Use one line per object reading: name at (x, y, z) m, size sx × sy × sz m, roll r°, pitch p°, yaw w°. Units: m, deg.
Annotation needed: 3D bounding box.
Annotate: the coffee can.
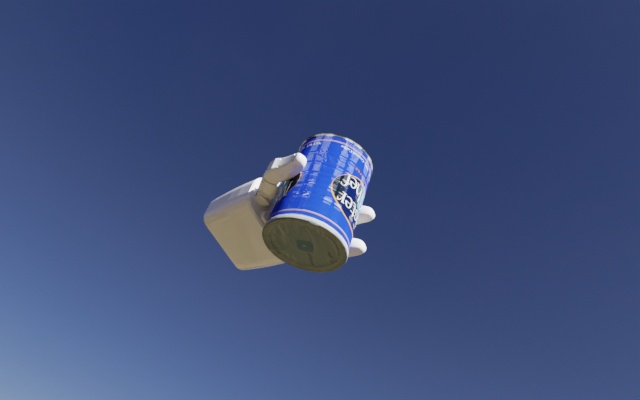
coffee can at (0.000, 0.002, 0.588) m, size 0.103 × 0.140 × 0.103 m, roll 12°, pitch -39°, yaw 10°
